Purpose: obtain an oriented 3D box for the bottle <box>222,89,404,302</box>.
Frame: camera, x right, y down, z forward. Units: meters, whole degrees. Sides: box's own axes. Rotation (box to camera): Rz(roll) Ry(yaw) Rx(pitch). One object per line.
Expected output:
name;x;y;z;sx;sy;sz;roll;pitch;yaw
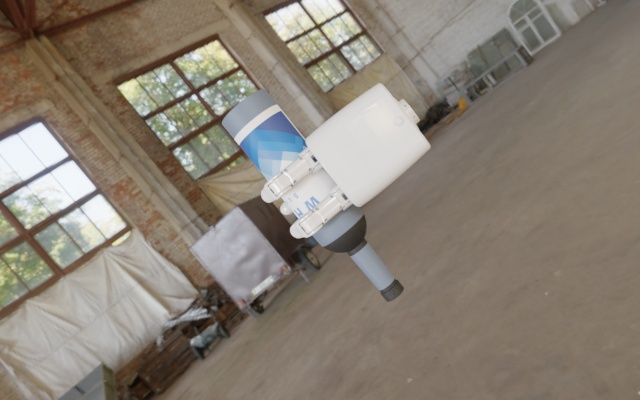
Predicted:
bottle;0.000;0.002;0.580;0.069;0.296;0.069;-39;3;3
